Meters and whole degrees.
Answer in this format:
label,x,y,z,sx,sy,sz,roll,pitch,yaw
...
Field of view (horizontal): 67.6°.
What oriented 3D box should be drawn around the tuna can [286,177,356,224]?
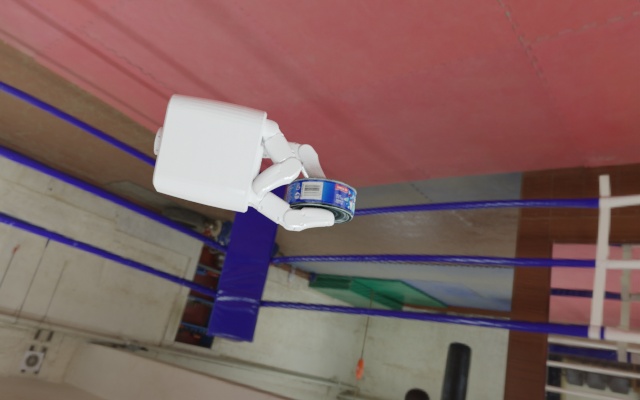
label,x,y,z,sx,sy,sz,roll,pitch,yaw
tuna can,0.000,0.002,0.587,0.086,0.033,0.086,6,-18,2
